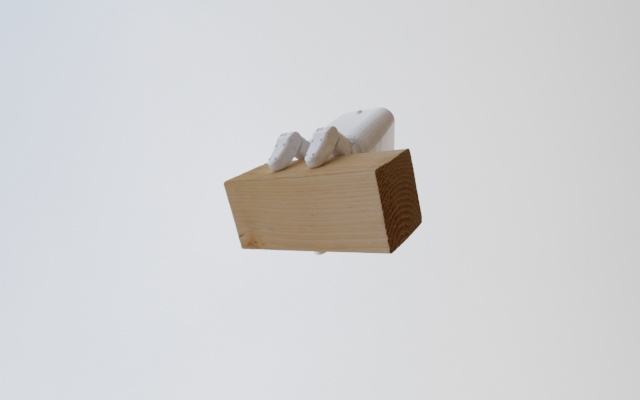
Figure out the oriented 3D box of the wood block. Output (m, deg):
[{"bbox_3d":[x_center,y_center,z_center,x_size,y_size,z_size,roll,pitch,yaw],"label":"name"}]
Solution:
[{"bbox_3d":[0.000,0.002,0.557,0.206,0.091,0.090,-3,19,35],"label":"wood block"}]
